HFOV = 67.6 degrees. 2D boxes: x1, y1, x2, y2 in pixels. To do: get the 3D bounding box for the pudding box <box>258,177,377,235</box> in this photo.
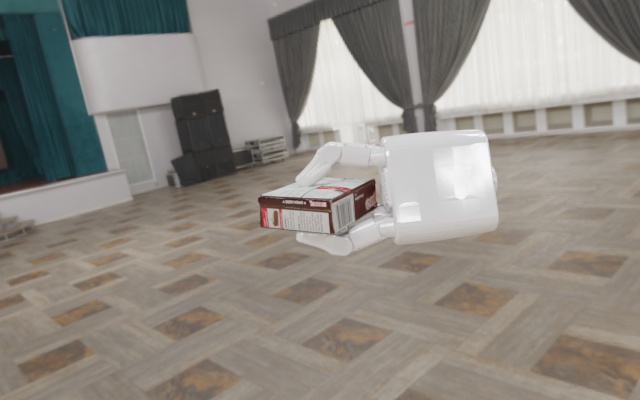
[{"bbox_3d":[0.000,0.002,0.521,0.090,0.039,0.113,2,13,29],"label":"pudding box"}]
